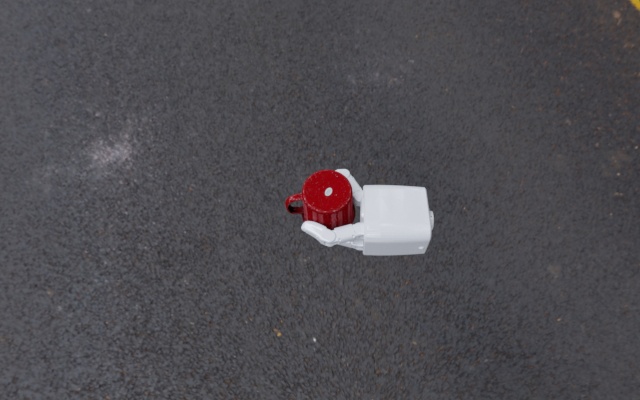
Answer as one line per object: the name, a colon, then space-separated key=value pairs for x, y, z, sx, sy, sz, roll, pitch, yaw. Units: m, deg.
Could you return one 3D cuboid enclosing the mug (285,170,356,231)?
mug: x=-0.001 y=0.002 z=0.788 sx=0.117 sy=0.093 sz=0.081 roll=-2 pitch=-27 yaw=2
